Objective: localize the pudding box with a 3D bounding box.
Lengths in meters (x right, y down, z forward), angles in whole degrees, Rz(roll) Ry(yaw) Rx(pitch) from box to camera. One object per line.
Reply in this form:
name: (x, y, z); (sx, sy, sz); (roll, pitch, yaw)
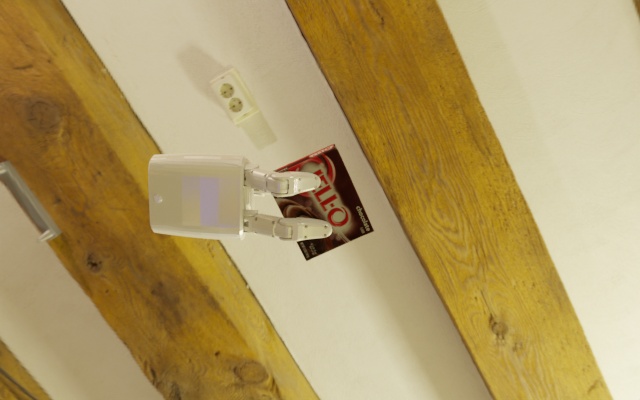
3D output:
pudding box: (0.000, 0.002, 0.565); (0.090, 0.113, 0.039); (-24, 15, 6)
